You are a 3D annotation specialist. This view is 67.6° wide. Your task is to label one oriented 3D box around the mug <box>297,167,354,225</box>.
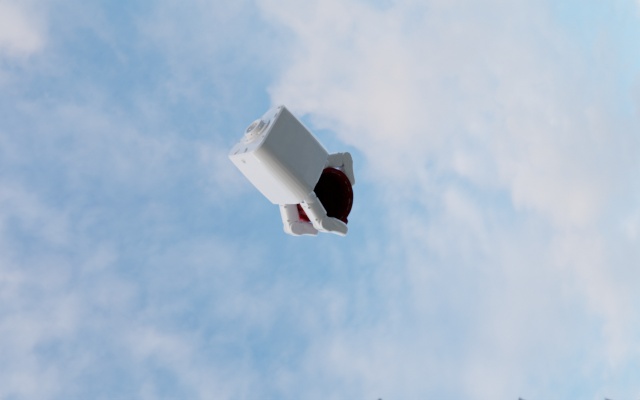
[{"bbox_3d":[0.001,0.003,0.783,0.081,0.093,0.117,1,-40,53],"label":"mug"}]
